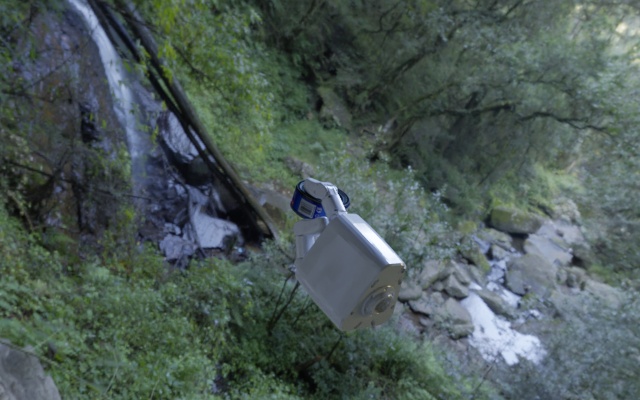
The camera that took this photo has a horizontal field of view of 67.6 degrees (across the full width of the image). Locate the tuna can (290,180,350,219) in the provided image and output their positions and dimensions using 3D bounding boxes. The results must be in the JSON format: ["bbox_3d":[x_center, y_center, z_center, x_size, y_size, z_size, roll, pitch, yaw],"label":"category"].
[{"bbox_3d":[0.000,0.002,0.712,0.086,0.034,0.086,16,23,-7],"label":"tuna can"}]
